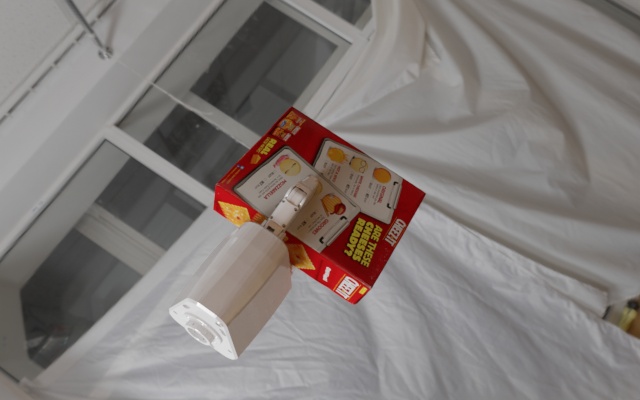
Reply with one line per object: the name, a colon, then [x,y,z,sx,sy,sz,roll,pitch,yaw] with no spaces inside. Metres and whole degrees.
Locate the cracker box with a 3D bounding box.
cracker box: [0.000,0.002,0.604,0.213,0.164,0.072,34,-33,5]
